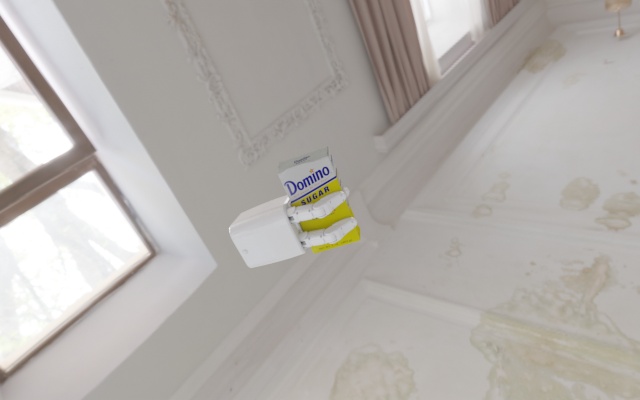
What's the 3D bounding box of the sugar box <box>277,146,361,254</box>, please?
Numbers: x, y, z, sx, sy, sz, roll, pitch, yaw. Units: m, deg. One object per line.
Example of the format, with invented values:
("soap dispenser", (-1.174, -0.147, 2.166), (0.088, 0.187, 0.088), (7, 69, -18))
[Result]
("sugar box", (0.000, 0.003, 0.831), (0.093, 0.176, 0.048), (-18, 30, 10))
